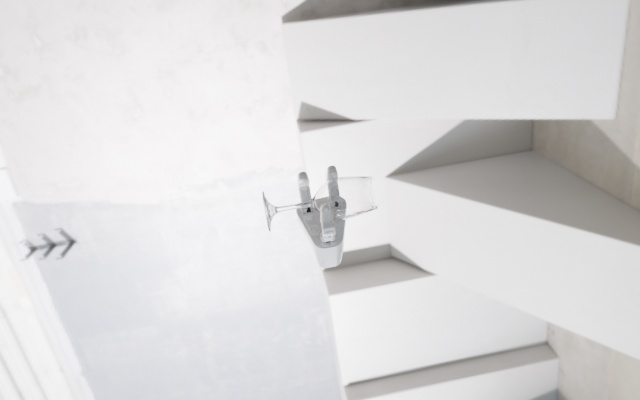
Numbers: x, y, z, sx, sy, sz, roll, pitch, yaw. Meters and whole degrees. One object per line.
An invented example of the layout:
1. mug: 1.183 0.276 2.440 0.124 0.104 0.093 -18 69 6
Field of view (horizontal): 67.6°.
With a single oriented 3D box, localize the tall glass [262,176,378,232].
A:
1. tall glass: -0.001 0.003 0.865 0.201 0.079 0.079 -10 0 -3
